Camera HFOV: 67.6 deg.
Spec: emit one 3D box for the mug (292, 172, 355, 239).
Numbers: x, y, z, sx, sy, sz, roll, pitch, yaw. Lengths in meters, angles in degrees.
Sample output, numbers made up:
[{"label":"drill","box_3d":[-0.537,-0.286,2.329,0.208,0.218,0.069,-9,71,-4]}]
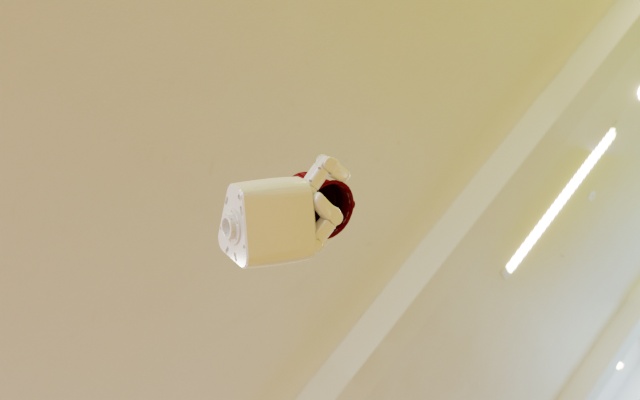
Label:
[{"label":"mug","box_3d":[0.001,0.002,0.746,0.117,0.093,0.081,-5,20,-36]}]
